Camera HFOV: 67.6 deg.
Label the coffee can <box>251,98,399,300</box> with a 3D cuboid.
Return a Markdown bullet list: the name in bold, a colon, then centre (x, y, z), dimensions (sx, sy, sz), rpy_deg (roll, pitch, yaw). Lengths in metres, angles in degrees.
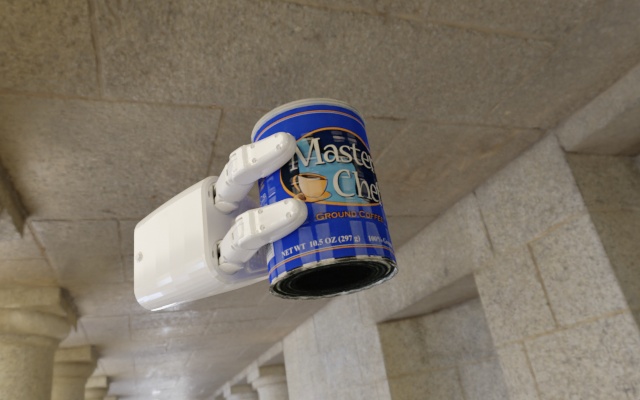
- **coffee can**: centre (0.000, 0.001, 0.401), dimensions (0.103, 0.140, 0.103), rpy_deg (-8, -24, -4)
